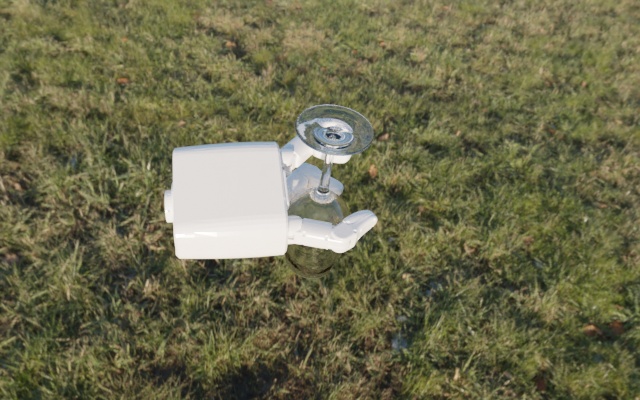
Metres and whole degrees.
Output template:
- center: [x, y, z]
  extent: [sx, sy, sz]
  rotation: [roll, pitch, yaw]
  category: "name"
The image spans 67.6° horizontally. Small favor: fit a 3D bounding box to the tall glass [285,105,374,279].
- center: [0.000, 0.001, 0.512]
  extent: [0.079, 0.079, 0.201]
  rotation: [0, -44, -10]
  category: "tall glass"
